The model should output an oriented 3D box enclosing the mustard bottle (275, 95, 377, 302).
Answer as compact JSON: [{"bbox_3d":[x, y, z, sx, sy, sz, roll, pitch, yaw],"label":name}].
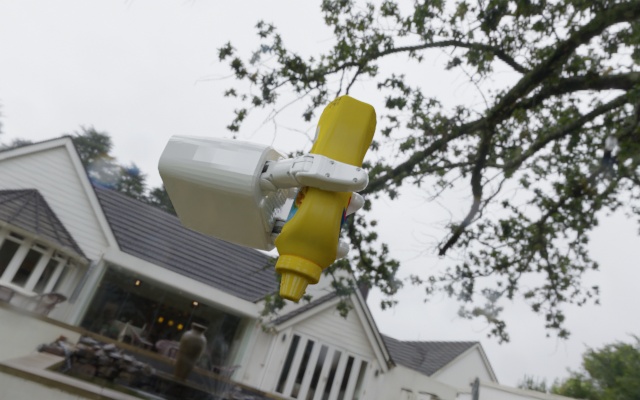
[{"bbox_3d":[0.000,0.001,0.451,0.058,0.191,0.096,21,-23,-6],"label":"mustard bottle"}]
